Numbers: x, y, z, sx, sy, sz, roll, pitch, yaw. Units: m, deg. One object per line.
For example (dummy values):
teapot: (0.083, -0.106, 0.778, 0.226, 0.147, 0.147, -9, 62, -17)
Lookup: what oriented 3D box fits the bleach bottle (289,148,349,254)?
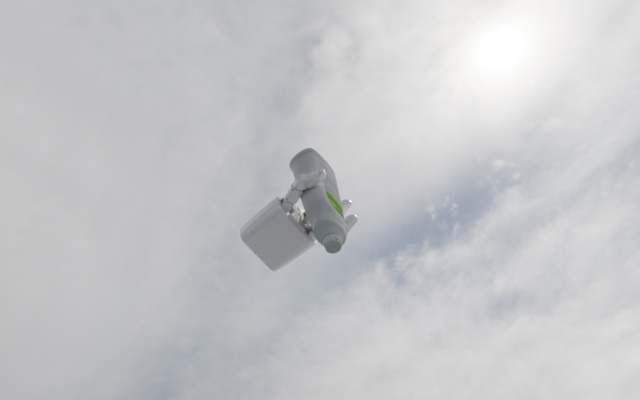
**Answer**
bleach bottle: (0.000, 0.003, 0.895, 0.068, 0.103, 0.250, -37, 32, 16)
